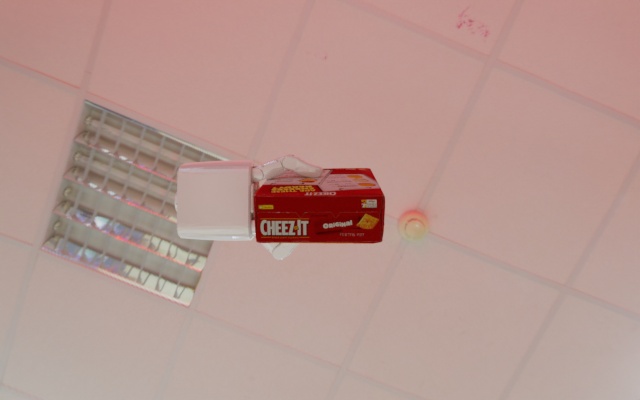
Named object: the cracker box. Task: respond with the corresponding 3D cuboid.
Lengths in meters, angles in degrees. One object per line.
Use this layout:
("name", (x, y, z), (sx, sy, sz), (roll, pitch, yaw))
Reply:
("cracker box", (0.000, 0.002, 0.694), (0.164, 0.072, 0.213), (-1, 13, 1))
